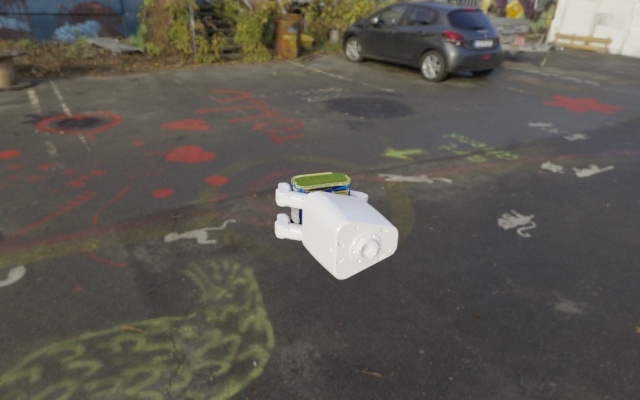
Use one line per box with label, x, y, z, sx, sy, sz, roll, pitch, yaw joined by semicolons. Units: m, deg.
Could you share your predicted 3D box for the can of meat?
can of meat;0.000;0.002;0.791;0.102;0.084;0.057;-8;26;-21
